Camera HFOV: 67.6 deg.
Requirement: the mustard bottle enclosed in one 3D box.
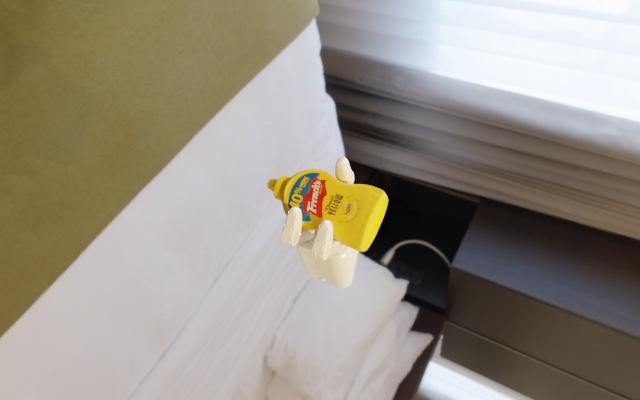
[{"bbox_3d":[0.000,0.002,0.739,0.191,0.096,0.058,20,-9,24],"label":"mustard bottle"}]
